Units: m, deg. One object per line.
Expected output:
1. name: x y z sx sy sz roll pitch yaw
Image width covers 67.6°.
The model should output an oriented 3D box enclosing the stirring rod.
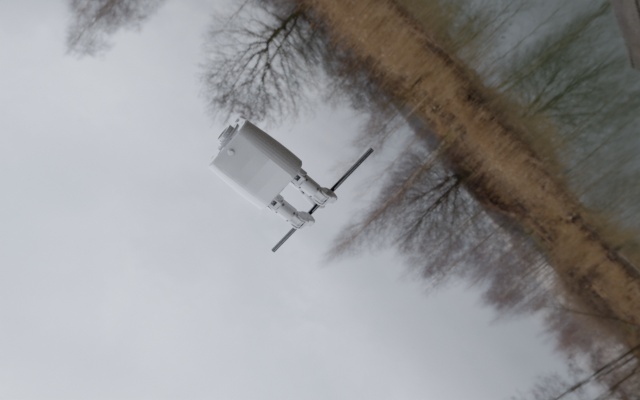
1. stirring rod: 0.000 0.002 0.780 0.239 0.011 0.011 -46 -16 16
